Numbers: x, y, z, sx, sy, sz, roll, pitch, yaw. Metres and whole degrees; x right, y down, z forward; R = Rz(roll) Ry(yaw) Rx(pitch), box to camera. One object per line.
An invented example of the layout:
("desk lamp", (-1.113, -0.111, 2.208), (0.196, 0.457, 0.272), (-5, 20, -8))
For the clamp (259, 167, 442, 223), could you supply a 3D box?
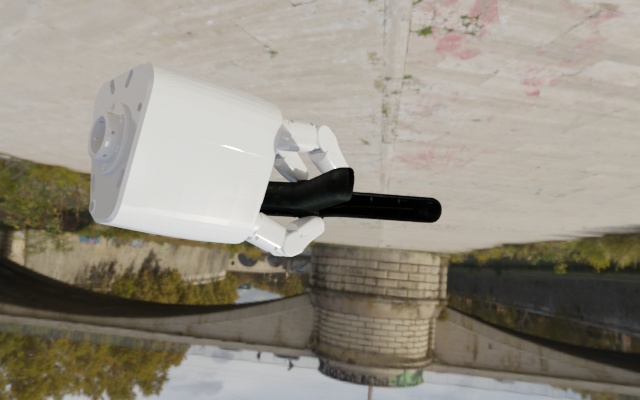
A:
("clamp", (-0.001, 0.002, 0.462), (0.210, 0.036, 0.164), (-3, -11, 44))
